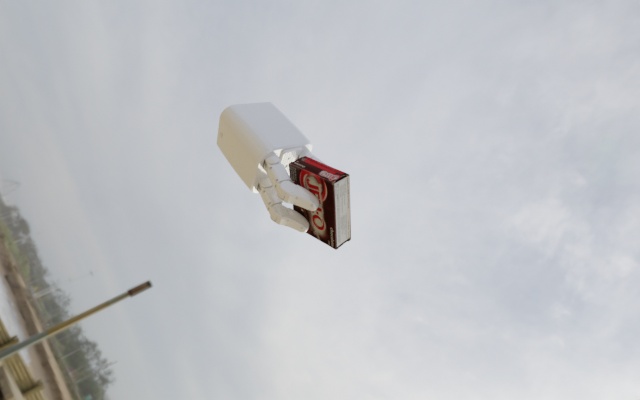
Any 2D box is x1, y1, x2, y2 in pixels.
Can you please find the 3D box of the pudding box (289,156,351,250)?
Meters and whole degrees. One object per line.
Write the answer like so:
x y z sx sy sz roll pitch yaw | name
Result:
0.000 0.002 0.685 0.039 0.114 0.090 -30 40 -33 | pudding box
